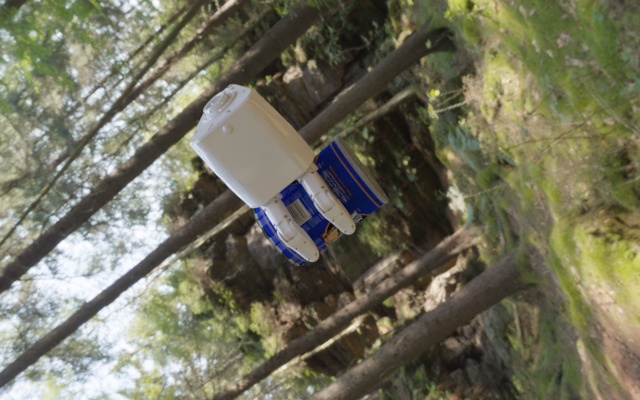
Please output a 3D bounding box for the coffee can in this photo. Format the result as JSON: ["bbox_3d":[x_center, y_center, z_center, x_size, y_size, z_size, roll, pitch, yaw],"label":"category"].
[{"bbox_3d":[0.000,0.002,0.607,0.140,0.103,0.103,-38,-7,9],"label":"coffee can"}]
